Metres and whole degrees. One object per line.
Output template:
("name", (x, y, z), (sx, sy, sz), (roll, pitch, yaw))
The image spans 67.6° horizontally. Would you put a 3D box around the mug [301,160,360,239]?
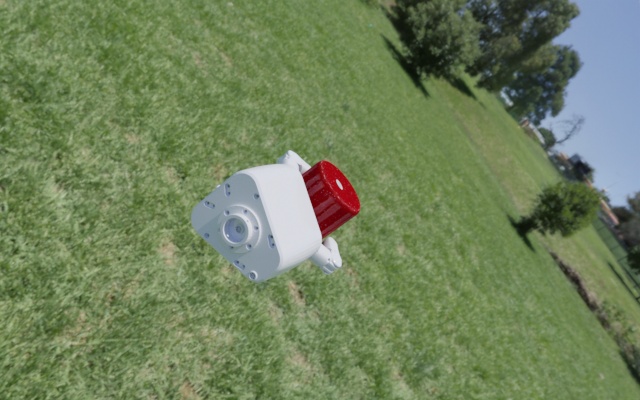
("mug", (0.001, 0.002, 0.616), (0.081, 0.093, 0.117), (-36, -6, 20))
